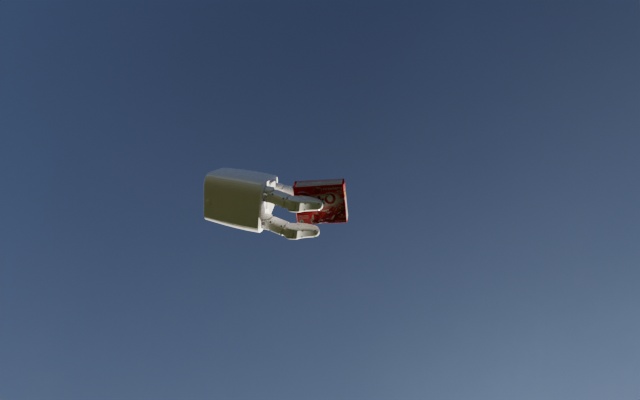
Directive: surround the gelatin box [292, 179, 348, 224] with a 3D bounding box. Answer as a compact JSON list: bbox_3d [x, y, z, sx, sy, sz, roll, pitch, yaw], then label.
[{"bbox_3d":[0.001,0.002,0.825,0.089,0.073,0.030,-3,25,8],"label":"gelatin box"}]
